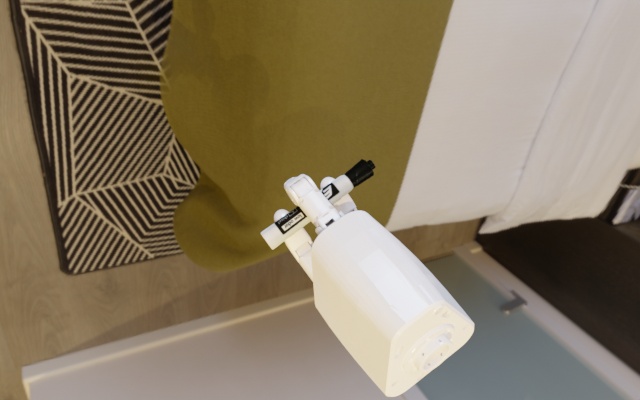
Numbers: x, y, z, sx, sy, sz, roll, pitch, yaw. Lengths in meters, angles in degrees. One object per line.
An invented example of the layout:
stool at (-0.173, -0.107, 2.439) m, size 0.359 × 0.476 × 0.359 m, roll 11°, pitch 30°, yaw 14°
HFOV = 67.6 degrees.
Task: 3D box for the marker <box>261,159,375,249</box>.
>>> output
marker at (0.000, 0.001, 0.434) m, size 0.121 × 0.020 × 0.020 m, roll -36°, pitch 5°, yaw -7°
